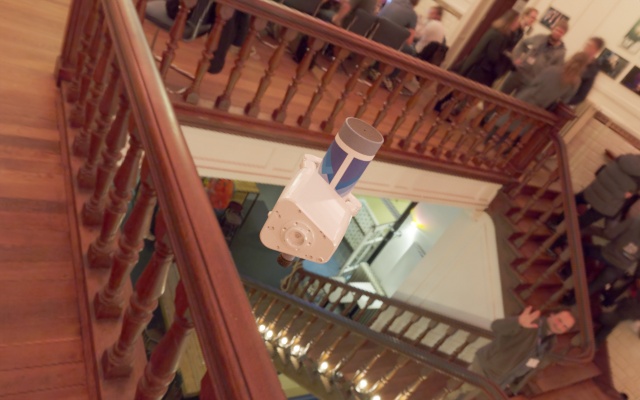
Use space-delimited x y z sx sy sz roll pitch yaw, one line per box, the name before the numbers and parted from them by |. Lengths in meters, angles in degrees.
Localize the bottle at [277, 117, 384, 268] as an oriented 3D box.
bottle | 0.000 0.002 0.794 0.069 0.296 0.069 23 30 -15
